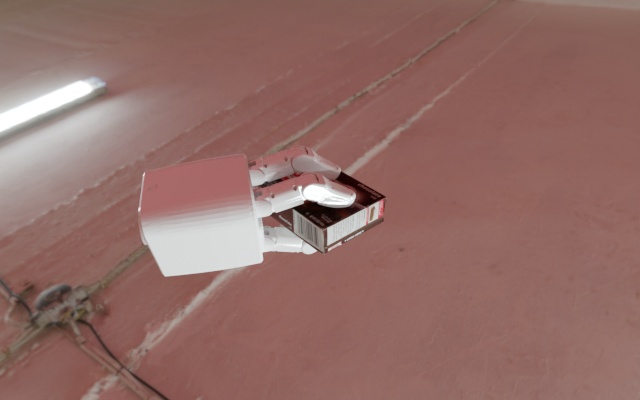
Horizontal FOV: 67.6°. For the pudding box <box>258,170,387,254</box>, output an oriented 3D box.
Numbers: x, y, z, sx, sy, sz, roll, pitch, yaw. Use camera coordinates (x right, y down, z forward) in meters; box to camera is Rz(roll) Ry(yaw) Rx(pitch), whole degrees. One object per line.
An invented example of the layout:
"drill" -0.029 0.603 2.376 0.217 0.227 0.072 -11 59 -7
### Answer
"pudding box" 0.000 0.002 0.518 0.090 0.039 0.113 -26 44 -32
